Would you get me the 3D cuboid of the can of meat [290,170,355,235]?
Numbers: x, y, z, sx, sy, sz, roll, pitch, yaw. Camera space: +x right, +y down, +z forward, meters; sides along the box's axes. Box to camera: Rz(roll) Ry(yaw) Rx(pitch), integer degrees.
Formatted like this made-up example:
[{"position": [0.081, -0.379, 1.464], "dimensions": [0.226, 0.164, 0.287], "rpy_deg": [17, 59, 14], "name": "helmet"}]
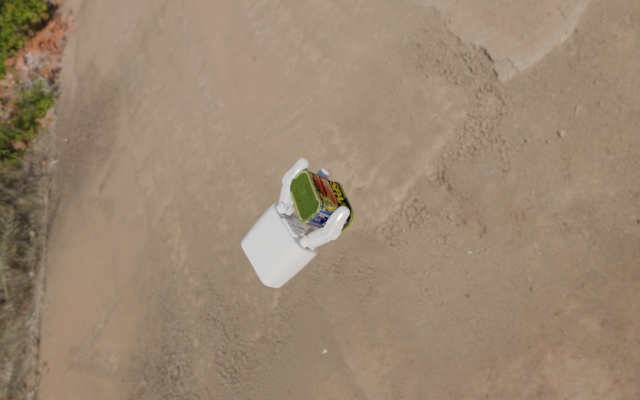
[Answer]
[{"position": [0.000, 0.003, 0.819], "dimensions": [0.084, 0.102, 0.057], "rpy_deg": [21, -54, -41], "name": "can of meat"}]
